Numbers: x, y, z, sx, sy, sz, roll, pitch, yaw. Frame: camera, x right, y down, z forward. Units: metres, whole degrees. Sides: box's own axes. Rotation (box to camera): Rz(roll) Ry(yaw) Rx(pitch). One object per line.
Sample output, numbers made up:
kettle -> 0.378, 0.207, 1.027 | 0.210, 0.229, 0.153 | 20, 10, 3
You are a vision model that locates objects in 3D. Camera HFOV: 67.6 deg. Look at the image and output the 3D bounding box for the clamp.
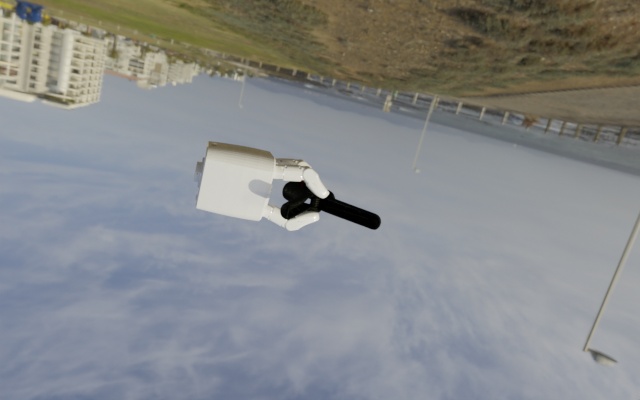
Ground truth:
clamp -> 0.000, 0.003, 0.807 | 0.164, 0.036, 0.210 | 10, 13, -15
